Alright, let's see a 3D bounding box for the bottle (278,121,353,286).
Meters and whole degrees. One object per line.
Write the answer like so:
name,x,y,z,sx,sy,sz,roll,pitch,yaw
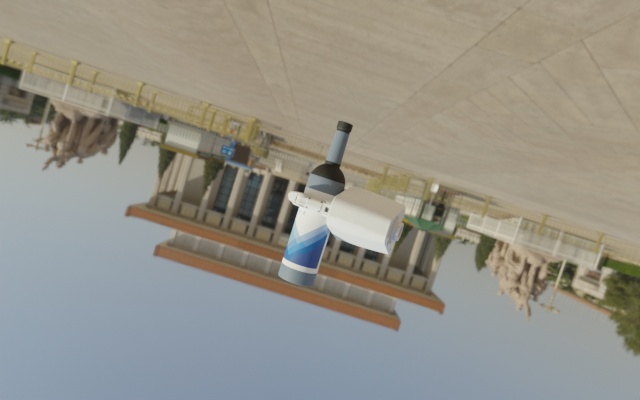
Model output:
bottle,0.000,0.003,0.853,0.069,0.296,0.069,18,3,-1
